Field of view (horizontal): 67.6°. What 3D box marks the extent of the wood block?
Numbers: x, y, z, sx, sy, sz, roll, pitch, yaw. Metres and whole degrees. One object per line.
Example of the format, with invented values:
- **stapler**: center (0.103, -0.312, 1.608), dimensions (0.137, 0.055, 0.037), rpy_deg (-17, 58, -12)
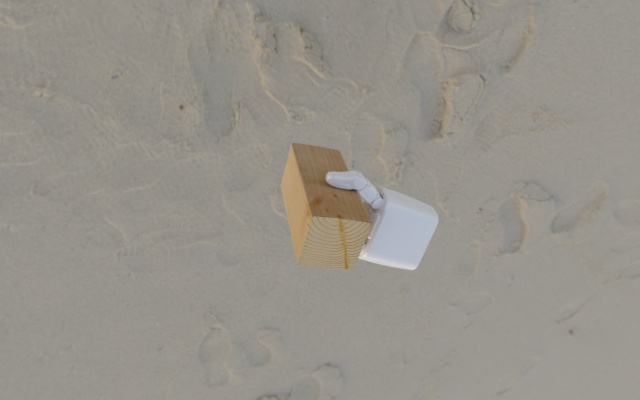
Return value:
- **wood block**: center (0.001, 0.002, 0.749), dimensions (0.090, 0.091, 0.206), rpy_deg (7, 33, -18)
